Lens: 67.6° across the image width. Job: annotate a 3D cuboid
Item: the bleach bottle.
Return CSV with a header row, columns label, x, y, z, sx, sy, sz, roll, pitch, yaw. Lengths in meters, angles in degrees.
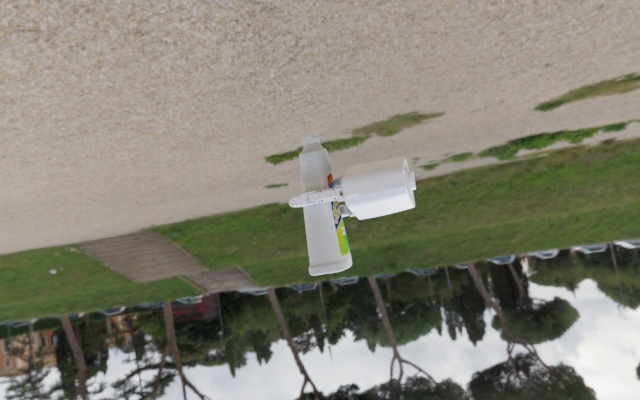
label,x,y,z,sx,sy,sz,roll,pitch,yaw
bleach bottle,0.000,0.003,0.865,0.068,0.251,0.102,-11,-4,17
